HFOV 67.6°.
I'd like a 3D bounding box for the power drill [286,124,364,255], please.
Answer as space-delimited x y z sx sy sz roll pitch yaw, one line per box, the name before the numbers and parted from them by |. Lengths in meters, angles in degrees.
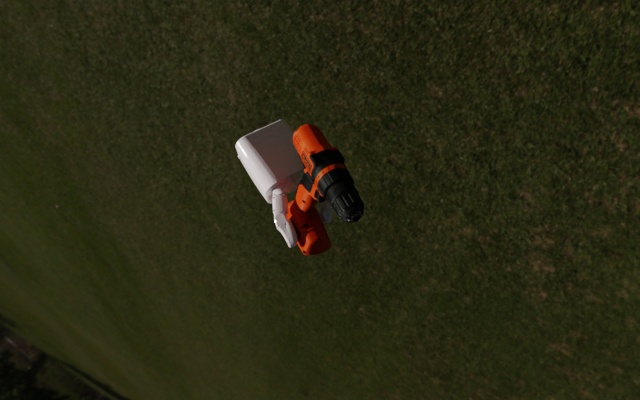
power drill | 0.000 0.003 0.745 0.057 0.184 0.188 -10 -38 -23
